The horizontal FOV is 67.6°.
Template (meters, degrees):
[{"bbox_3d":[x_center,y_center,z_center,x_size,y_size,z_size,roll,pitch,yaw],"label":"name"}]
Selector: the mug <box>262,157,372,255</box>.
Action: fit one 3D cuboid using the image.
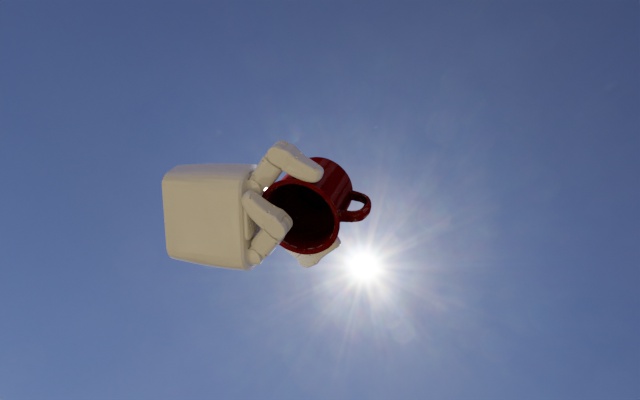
[{"bbox_3d":[0.002,0.002,0.541,0.117,0.093,0.081,3,28,20],"label":"mug"}]
